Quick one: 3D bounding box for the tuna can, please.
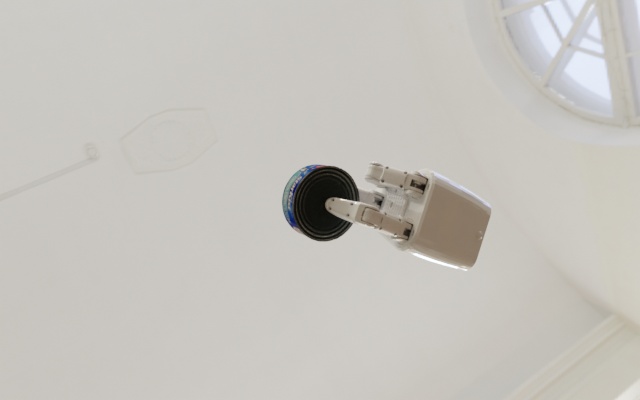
[{"bbox_3d":[0.000,0.002,0.545,0.086,0.086,0.033,0,8,-30],"label":"tuna can"}]
